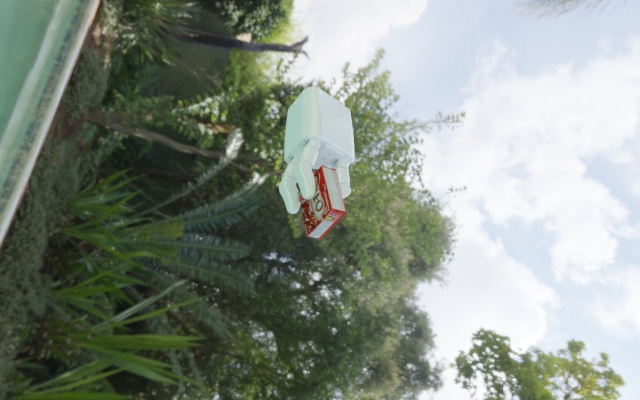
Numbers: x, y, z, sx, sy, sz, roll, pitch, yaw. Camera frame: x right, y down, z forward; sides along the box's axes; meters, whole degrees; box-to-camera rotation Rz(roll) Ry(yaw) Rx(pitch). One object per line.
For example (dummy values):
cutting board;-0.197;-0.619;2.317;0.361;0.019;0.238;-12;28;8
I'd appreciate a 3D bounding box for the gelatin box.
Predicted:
gelatin box;0.001;0.003;0.732;0.030;0.089;0.073;14;-44;-32
